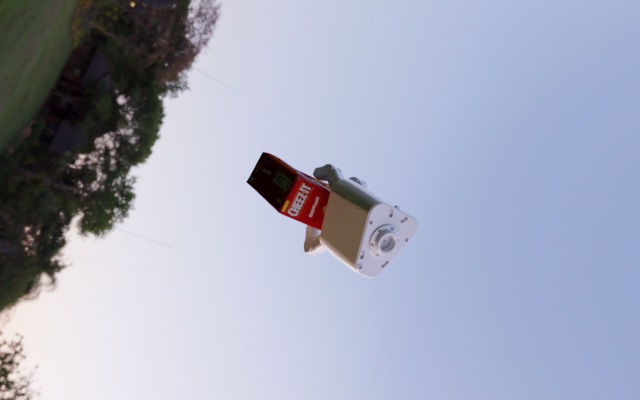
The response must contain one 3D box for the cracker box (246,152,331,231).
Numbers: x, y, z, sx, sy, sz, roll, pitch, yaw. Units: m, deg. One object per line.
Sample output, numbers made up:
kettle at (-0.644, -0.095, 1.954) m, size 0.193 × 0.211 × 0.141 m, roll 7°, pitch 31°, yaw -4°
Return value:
cracker box at (0.000, 0.003, 0.820) m, size 0.214 × 0.072 × 0.164 m, roll 26°, pitch 5°, yaw -32°
